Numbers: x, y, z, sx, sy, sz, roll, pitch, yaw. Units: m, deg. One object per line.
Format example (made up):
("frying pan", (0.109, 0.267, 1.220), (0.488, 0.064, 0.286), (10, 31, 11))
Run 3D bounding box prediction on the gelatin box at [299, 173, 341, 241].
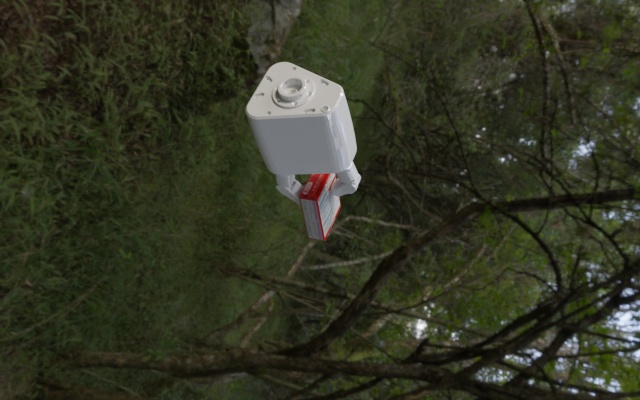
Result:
("gelatin box", (0.001, 0.003, 0.692), (0.030, 0.089, 0.073), (9, 47, 20))
